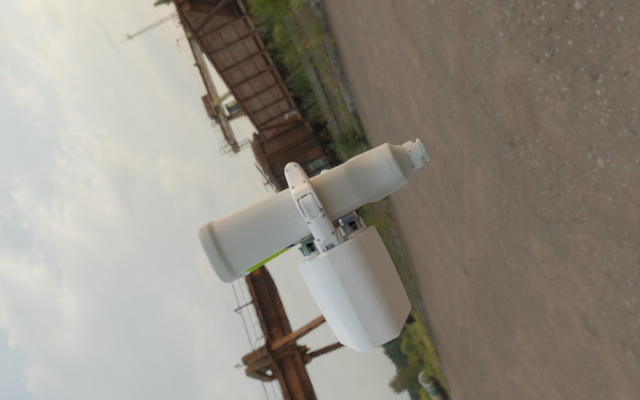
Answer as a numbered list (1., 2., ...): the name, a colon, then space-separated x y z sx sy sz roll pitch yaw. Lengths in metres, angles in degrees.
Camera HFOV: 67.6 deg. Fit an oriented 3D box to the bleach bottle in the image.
1. bleach bottle: 0.000 0.002 0.518 0.251 0.068 0.102 -27 -3 2
